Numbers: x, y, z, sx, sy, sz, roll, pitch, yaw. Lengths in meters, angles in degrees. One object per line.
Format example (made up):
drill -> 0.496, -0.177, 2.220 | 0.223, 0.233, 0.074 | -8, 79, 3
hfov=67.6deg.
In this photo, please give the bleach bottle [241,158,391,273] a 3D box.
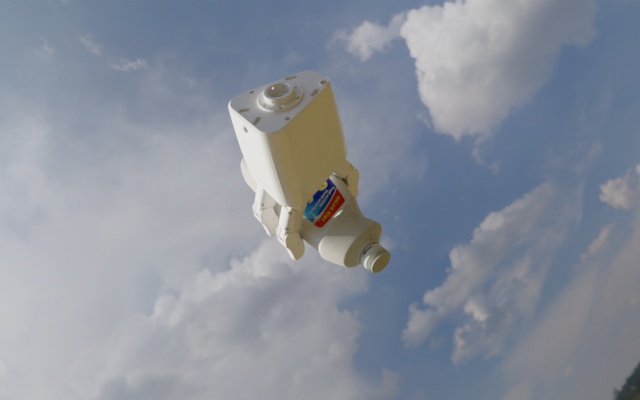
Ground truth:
bleach bottle -> 0.000, 0.002, 0.615 | 0.102, 0.068, 0.250 | -35, 49, -18
